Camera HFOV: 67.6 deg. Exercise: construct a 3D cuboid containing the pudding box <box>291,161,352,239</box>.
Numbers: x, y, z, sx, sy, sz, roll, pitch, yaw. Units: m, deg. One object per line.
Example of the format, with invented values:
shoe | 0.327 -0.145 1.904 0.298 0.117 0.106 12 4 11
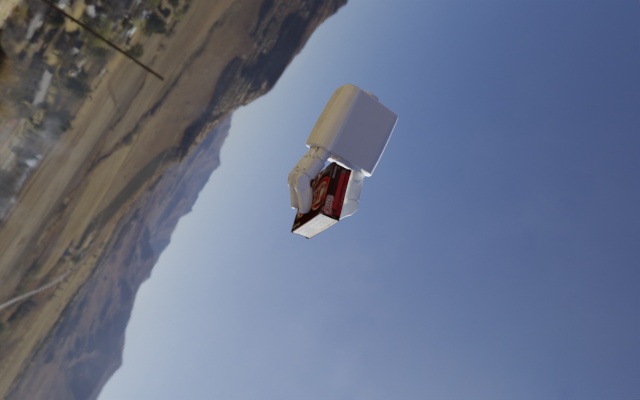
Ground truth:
pudding box | 0.000 0.002 0.744 0.039 0.090 0.113 24 -28 -15
